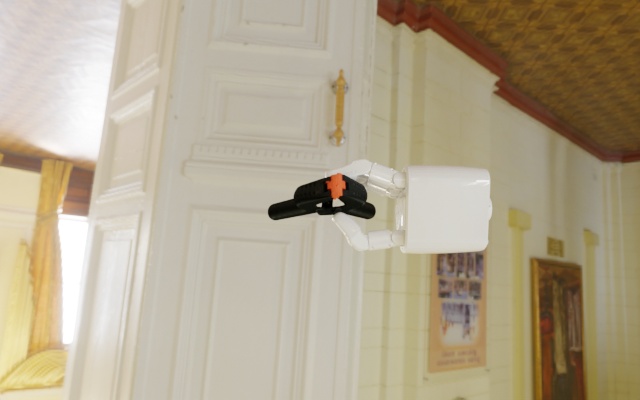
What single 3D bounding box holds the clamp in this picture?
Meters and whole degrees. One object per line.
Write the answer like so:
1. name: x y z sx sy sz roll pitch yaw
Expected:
1. clamp: 0.000 0.003 0.647 0.164 0.036 0.210 -3 -10 1
